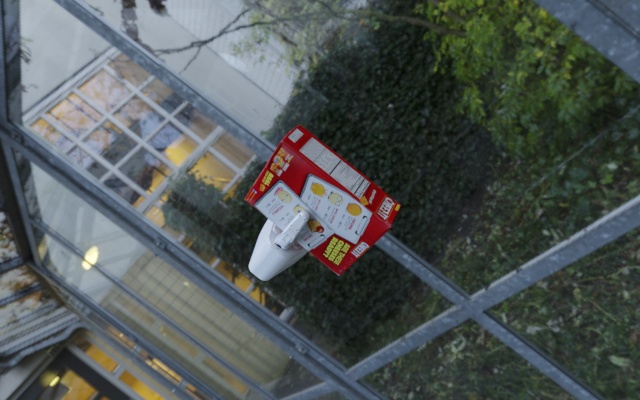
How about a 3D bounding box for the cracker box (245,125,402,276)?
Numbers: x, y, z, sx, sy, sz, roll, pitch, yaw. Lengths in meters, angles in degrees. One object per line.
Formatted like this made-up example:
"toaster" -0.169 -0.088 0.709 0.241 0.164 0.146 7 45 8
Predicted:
"cracker box" 0.000 0.003 0.793 0.164 0.214 0.072 -51 2 44
